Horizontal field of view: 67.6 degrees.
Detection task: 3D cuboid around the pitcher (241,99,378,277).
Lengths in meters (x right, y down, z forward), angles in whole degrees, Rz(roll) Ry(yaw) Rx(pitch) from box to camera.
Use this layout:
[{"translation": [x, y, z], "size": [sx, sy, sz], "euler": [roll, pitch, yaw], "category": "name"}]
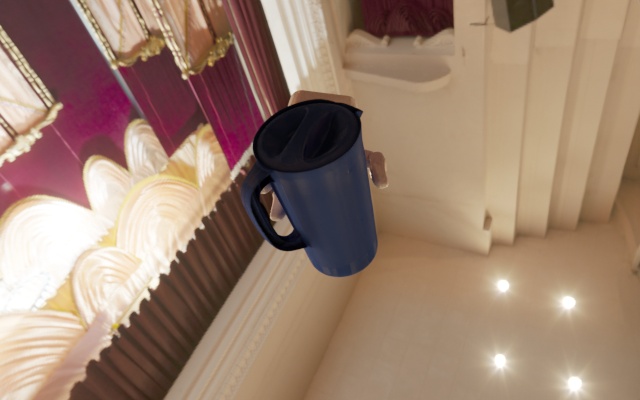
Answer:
[{"translation": [0.000, 0.002, 0.643], "size": [0.149, 0.145, 0.243], "euler": [-6, -44, 12], "category": "pitcher"}]
